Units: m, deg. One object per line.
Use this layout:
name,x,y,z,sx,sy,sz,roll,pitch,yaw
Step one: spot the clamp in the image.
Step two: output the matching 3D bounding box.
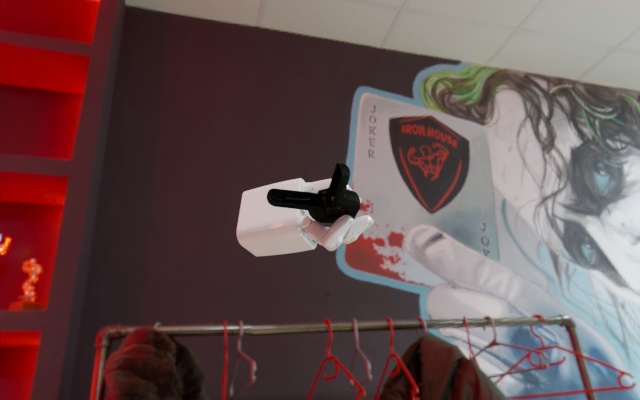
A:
clamp,0.000,0.002,0.694,0.120,0.039,0.171,-11,-25,12
